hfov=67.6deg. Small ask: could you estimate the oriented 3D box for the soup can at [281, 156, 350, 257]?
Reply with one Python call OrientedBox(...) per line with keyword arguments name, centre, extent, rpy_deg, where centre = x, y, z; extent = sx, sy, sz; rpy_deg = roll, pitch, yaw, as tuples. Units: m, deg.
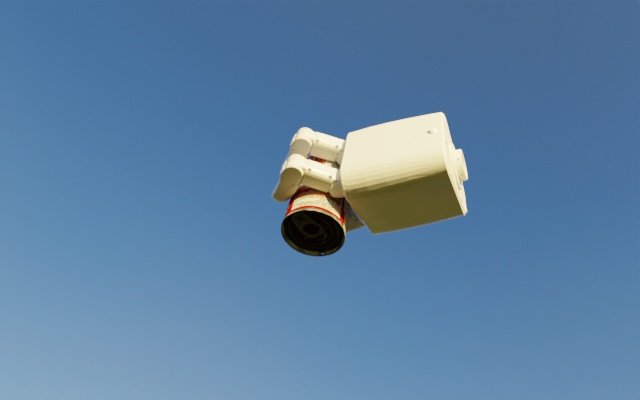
OrientedBox(name="soup can", centre=(0.000, 0.002, 0.529), extent=(0.068, 0.069, 0.102), rpy_deg=(0, 41, 12))
